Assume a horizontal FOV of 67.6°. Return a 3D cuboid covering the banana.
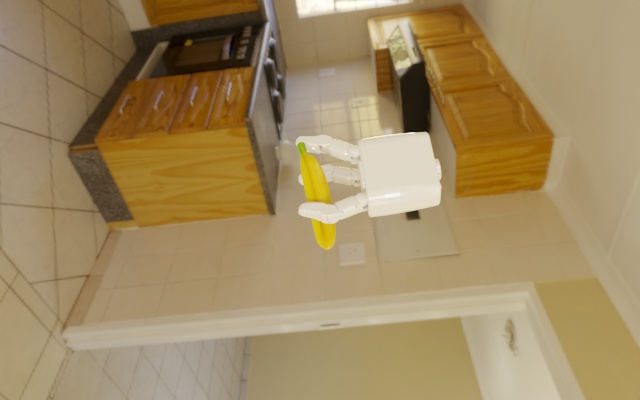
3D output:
[{"bbox_3d":[0.000,0.008,0.748,0.037,0.198,0.069,-10,28,3],"label":"banana"}]
